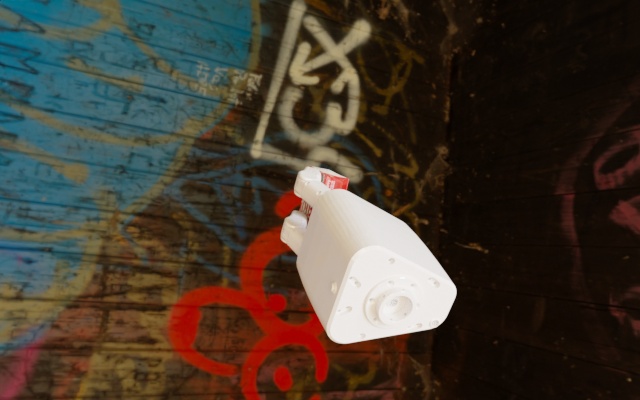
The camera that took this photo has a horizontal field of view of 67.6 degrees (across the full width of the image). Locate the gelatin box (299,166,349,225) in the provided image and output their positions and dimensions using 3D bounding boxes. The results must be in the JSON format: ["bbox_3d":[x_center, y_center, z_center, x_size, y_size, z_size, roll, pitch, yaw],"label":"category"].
[{"bbox_3d":[0.000,0.002,0.555,0.030,0.073,0.089,12,7,-15],"label":"gelatin box"}]
